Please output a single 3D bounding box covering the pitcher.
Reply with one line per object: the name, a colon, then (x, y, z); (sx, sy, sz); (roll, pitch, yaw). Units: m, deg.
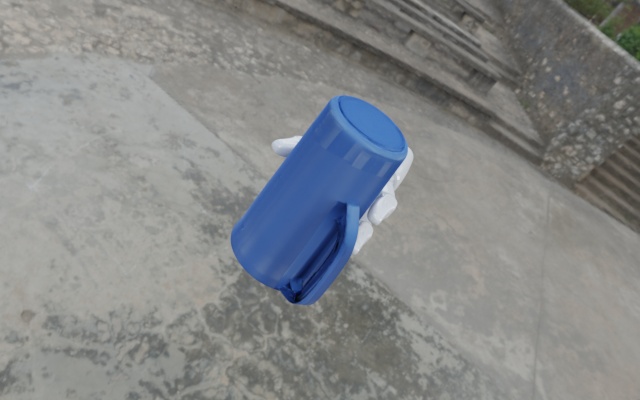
pitcher: (0.000, 0.002, 0.590); (0.149, 0.243, 0.145); (40, 32, 5)
